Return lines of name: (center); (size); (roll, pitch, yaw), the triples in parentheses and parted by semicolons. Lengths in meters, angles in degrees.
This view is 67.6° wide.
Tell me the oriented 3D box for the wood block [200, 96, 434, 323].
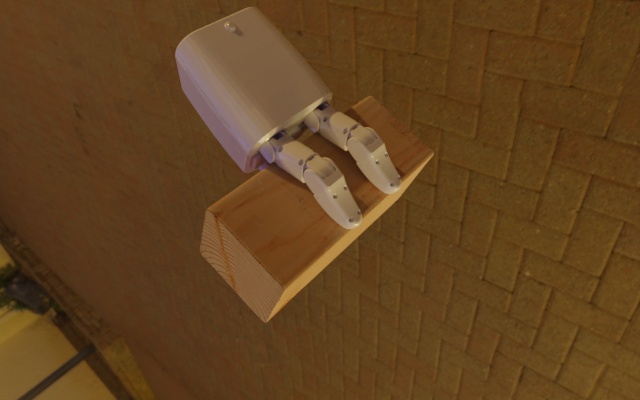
wood block: (0.000, 0.001, 0.444); (0.206, 0.090, 0.091); (-39, -12, -32)
